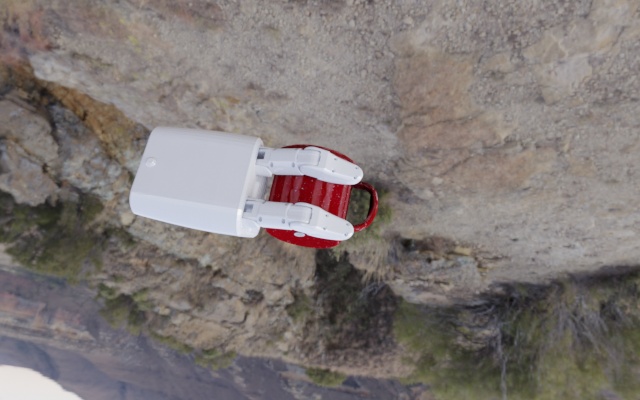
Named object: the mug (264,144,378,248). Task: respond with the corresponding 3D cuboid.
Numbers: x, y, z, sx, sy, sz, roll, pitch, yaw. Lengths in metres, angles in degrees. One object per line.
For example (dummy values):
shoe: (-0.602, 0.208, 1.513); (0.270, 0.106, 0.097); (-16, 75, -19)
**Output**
mug: (0.001, 0.002, 0.492); (0.117, 0.081, 0.093); (9, -20, 5)
